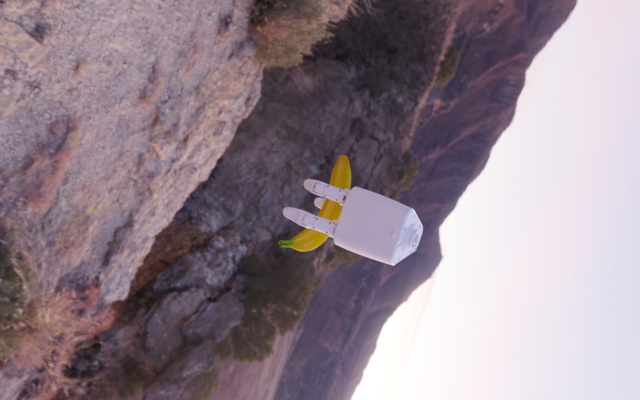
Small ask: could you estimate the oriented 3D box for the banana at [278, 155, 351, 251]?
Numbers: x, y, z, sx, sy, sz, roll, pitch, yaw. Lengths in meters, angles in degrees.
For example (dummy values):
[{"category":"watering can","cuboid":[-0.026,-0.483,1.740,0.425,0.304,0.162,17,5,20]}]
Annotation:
[{"category":"banana","cuboid":[0.009,0.016,0.830,0.037,0.197,0.070,17,-22,48]}]
